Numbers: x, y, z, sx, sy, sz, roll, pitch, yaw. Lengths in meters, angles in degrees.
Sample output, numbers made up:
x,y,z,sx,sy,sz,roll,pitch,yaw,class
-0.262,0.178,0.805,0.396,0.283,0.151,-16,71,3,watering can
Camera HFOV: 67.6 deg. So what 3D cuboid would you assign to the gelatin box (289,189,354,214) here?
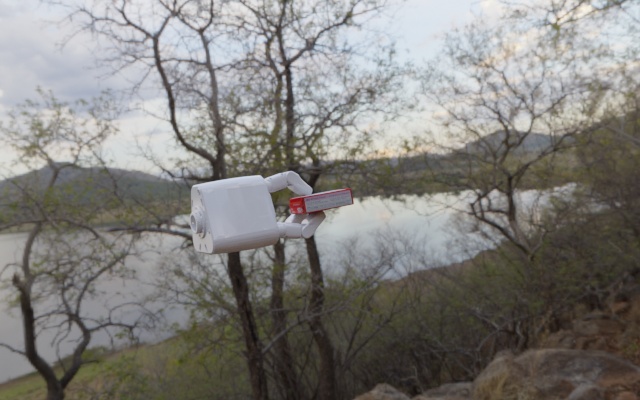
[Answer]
x,y,z,sx,sy,sz,roll,pitch,yaw,class
0.000,0.002,0.797,0.089,0.030,0.073,-11,2,-20,gelatin box
